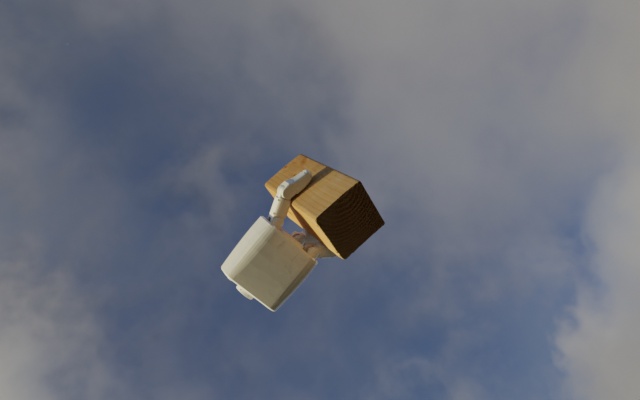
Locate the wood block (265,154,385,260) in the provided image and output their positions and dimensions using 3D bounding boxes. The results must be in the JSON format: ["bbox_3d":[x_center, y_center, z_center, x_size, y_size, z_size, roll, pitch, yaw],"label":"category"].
[{"bbox_3d":[0.000,0.003,0.785,0.090,0.091,0.206,-41,30,-11],"label":"wood block"}]
